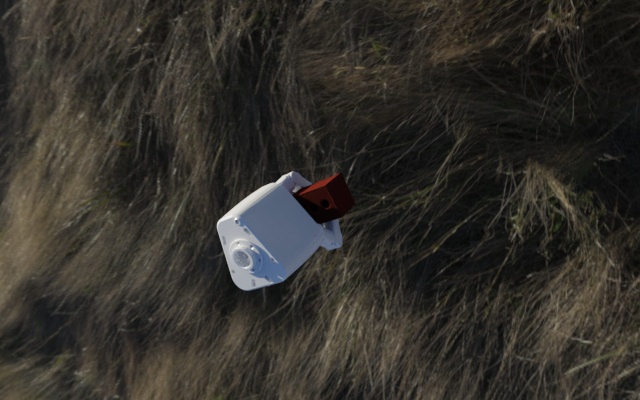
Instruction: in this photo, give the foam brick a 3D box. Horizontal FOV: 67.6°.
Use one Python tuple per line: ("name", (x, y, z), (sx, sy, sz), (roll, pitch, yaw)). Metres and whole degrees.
("foam brick", (0.000, 0.002, 0.694), (0.078, 0.053, 0.051), (-20, 12, 33))
